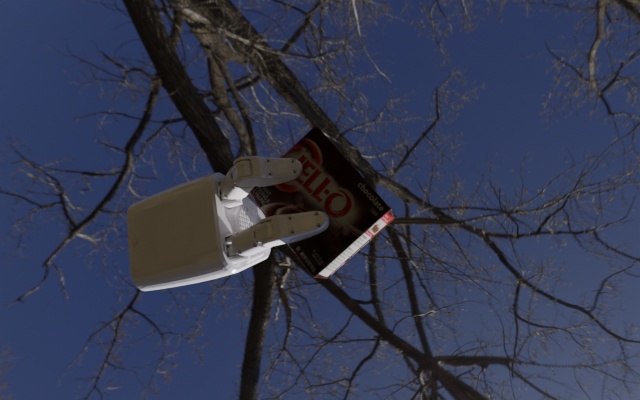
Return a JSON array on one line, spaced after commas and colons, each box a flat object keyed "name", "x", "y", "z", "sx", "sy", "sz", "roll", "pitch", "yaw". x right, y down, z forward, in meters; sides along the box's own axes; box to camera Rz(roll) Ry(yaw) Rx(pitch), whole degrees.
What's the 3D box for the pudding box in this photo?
[{"name": "pudding box", "x": 0.000, "y": 0.002, "z": 0.439, "sx": 0.090, "sy": 0.113, "sz": 0.039, "roll": -43, "pitch": -22, "yaw": 7}]
